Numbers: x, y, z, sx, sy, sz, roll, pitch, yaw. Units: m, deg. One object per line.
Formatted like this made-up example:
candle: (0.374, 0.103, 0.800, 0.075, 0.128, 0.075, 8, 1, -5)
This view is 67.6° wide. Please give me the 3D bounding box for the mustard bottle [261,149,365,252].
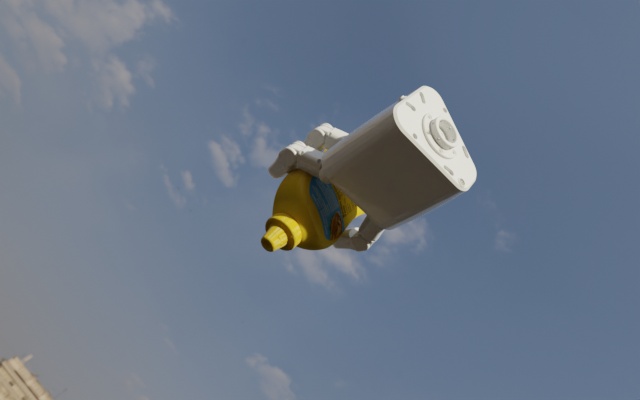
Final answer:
mustard bottle: (0.000, 0.002, 0.550, 0.058, 0.096, 0.191, -1, 26, 39)
